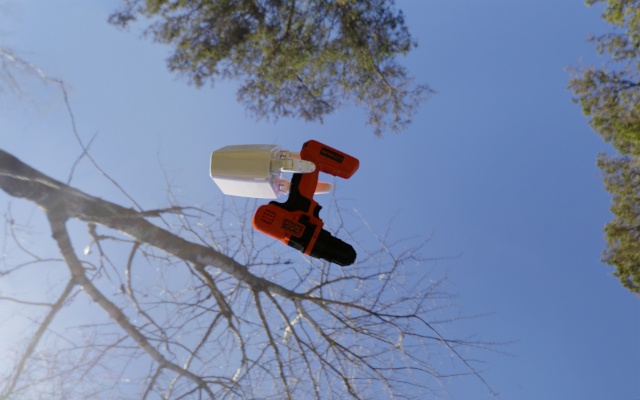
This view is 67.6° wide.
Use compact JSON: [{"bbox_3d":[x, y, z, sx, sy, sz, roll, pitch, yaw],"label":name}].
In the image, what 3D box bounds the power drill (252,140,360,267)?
[{"bbox_3d":[0.000,0.002,0.815,0.184,0.187,0.057,25,-21,-2],"label":"power drill"}]
